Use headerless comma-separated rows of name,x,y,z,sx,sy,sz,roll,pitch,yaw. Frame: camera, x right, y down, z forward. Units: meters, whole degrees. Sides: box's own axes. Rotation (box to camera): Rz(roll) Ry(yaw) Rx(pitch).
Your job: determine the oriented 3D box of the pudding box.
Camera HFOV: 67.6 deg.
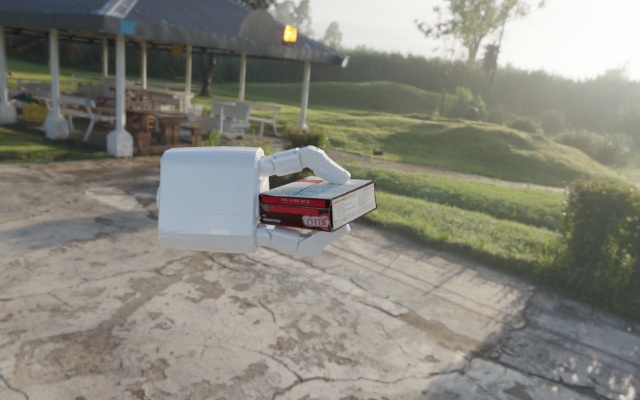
pudding box,0.000,0.002,0.527,0.090,0.039,0.113,6,16,30
